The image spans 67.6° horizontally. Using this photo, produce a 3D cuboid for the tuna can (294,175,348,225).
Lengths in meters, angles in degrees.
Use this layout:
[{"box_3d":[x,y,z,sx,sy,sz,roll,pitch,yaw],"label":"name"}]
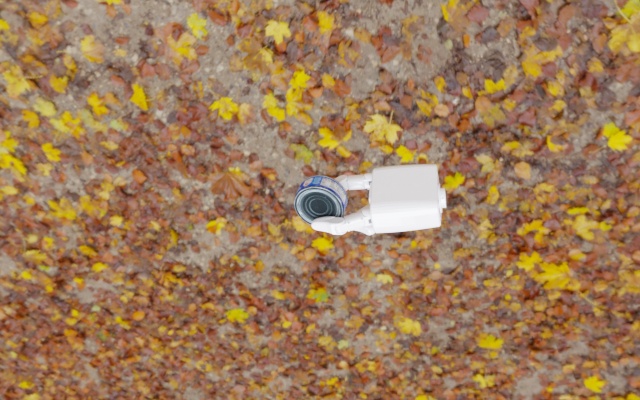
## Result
[{"box_3d":[0.000,0.003,0.791,0.086,0.086,0.033,0,35,16],"label":"tuna can"}]
